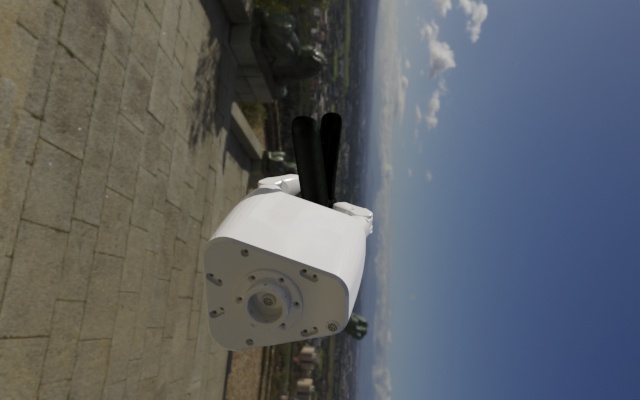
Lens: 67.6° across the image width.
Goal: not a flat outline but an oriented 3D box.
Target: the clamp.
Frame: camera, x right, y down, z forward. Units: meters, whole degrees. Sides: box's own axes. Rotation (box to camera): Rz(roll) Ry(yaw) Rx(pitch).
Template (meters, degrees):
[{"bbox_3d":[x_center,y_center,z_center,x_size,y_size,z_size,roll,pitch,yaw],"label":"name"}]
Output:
[{"bbox_3d":[0.001,0.002,0.523,0.036,0.210,0.164,4,19,12],"label":"clamp"}]
